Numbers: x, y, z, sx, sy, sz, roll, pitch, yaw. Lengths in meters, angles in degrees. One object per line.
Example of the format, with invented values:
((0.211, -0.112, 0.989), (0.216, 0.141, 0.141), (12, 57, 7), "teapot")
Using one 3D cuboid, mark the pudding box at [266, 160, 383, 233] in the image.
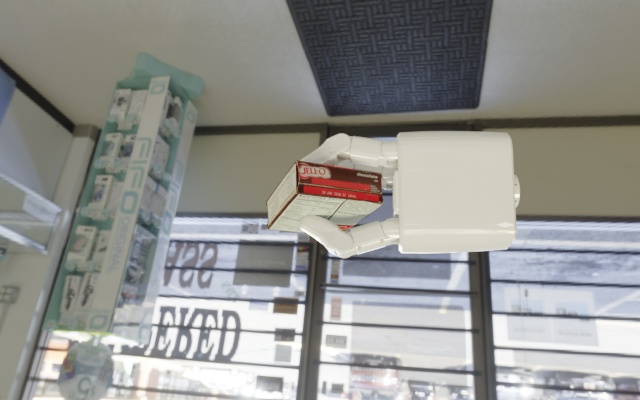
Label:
((0.000, 0.002, 0.494), (0.090, 0.039, 0.113), (8, -25, -19), "pudding box")
